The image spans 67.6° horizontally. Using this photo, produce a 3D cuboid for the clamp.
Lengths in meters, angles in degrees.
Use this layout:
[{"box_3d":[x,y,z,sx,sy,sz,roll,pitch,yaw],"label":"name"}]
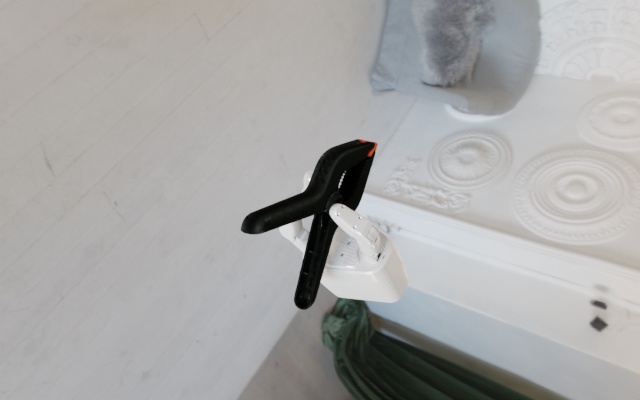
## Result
[{"box_3d":[0.001,0.002,0.534,0.036,0.210,0.165,18,-23,33],"label":"clamp"}]
